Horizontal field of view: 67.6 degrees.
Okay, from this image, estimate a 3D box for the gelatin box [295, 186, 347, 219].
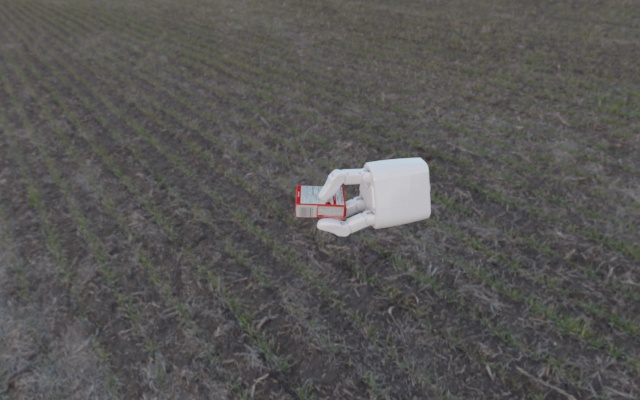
[{"bbox_3d":[0.000,0.002,0.856,0.089,0.030,0.073,2,29,-3],"label":"gelatin box"}]
